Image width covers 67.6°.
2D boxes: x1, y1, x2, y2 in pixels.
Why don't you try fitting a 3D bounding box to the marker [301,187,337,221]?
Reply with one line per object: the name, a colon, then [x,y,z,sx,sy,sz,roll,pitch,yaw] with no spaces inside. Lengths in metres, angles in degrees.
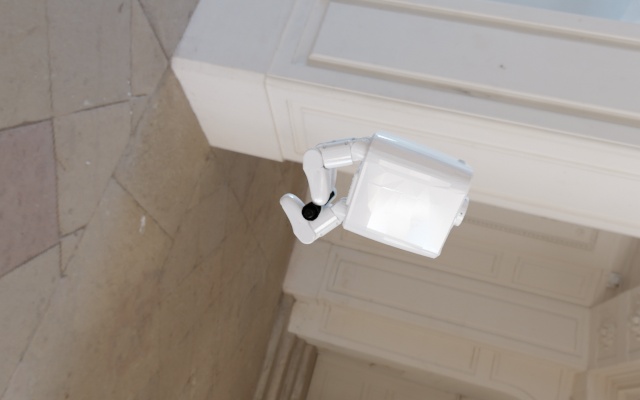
marker: [0.000,0.002,0.547,0.020,0.020,0.121,0,11,12]
